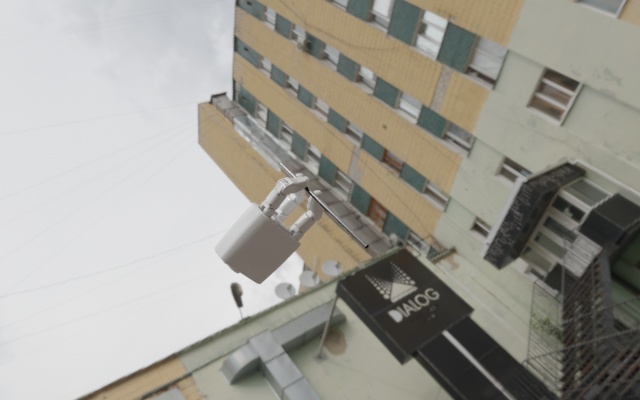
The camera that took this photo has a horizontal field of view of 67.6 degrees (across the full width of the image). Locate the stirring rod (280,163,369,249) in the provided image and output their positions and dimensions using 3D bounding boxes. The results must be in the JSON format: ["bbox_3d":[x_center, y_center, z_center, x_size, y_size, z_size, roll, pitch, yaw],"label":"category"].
[{"bbox_3d":[0.000,0.003,0.804,0.011,0.011,0.239,0,35,-46],"label":"stirring rod"}]
